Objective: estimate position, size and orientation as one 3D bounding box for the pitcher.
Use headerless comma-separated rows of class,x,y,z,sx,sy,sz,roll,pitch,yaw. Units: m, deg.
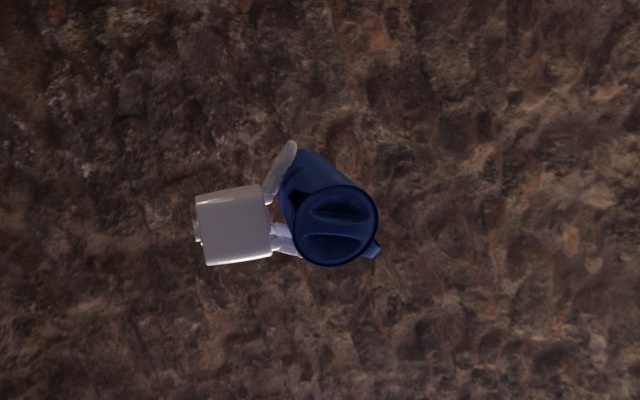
pitcher,0.000,0.003,0.796,0.145,0.149,0.242,-11,25,-11
